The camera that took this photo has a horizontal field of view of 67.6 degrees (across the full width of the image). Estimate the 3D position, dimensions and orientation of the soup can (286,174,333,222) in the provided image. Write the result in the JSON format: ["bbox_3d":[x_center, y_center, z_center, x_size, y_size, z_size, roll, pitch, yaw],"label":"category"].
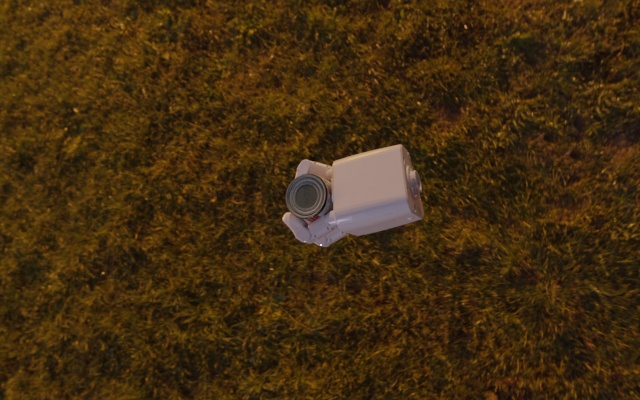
[{"bbox_3d":[0.000,0.002,0.721,0.068,0.068,0.102,0,-10,25],"label":"soup can"}]
